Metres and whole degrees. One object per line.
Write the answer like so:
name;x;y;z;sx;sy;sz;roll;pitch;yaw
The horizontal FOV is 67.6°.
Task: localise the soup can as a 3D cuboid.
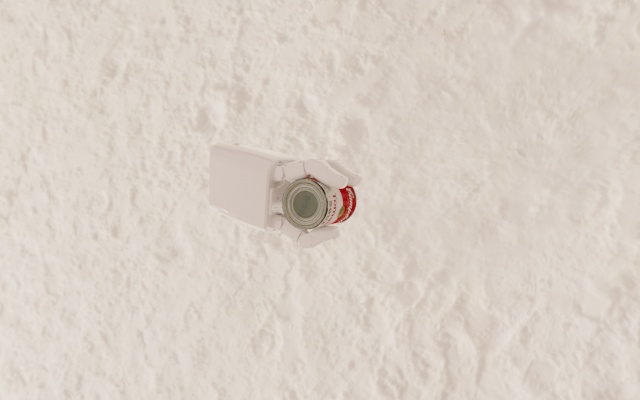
soup can;0.000;0.002;0.653;0.068;0.068;0.102;0;3;25
